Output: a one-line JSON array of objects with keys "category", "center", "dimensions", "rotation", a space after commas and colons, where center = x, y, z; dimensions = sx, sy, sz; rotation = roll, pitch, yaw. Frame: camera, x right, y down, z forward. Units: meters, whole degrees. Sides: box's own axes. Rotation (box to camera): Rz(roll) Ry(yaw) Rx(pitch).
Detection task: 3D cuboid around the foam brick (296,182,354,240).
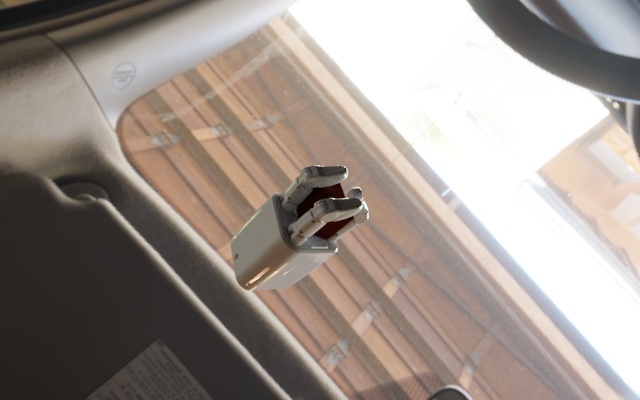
[{"category": "foam brick", "center": [0.000, 0.002, 0.641], "dimensions": [0.051, 0.078, 0.053], "rotation": [-40, -44, 25]}]
